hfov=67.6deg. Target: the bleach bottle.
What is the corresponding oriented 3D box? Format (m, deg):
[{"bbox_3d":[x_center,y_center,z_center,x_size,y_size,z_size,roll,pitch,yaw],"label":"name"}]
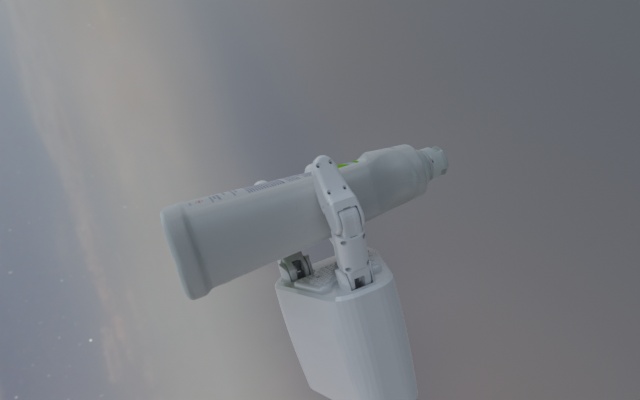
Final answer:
[{"bbox_3d":[0.000,0.001,0.401,0.251,0.068,0.102,-18,11,-17],"label":"bleach bottle"}]
